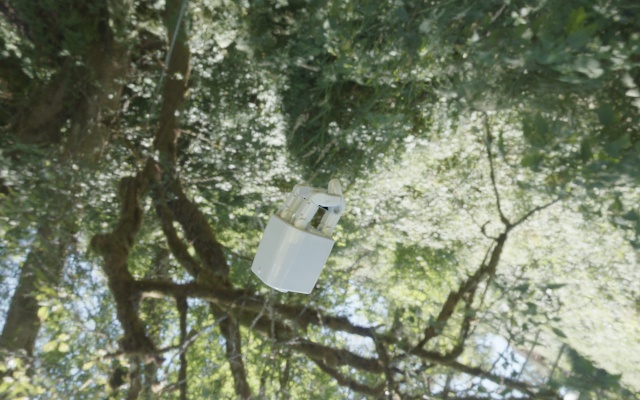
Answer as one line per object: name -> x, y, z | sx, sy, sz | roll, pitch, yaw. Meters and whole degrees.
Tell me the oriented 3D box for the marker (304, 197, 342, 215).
marker -> 0.000, 0.003, 0.852 | 0.020, 0.020, 0.121 | 0, 13, -28
